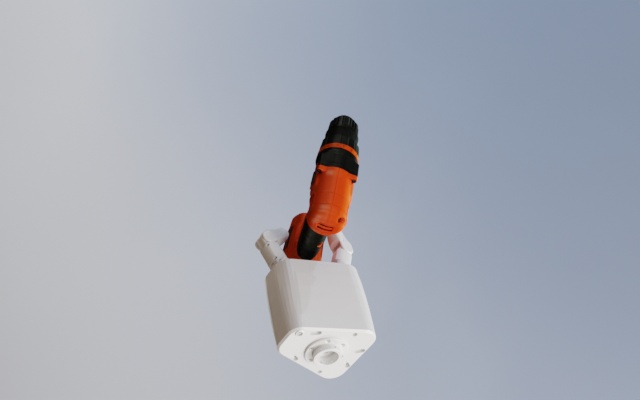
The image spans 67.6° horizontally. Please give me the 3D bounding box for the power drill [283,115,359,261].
[{"bbox_3d":[0.000,0.003,0.629,0.057,0.184,0.188,17,-41,-4],"label":"power drill"}]
